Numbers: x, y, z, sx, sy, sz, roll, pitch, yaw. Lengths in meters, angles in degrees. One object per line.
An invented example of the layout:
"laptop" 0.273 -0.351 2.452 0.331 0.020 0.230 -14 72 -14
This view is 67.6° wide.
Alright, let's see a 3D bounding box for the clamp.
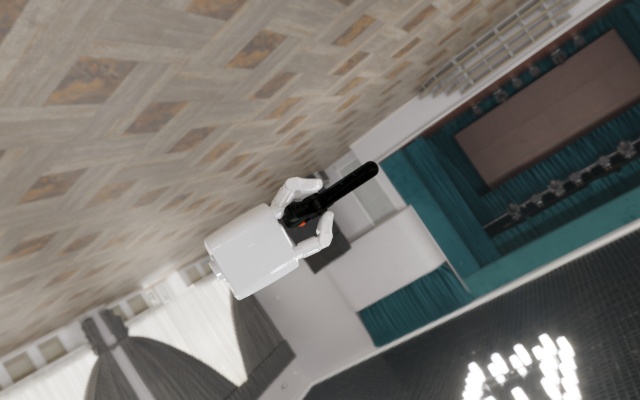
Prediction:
"clamp" 0.000 0.003 0.767 0.164 0.036 0.210 -29 -5 -17
